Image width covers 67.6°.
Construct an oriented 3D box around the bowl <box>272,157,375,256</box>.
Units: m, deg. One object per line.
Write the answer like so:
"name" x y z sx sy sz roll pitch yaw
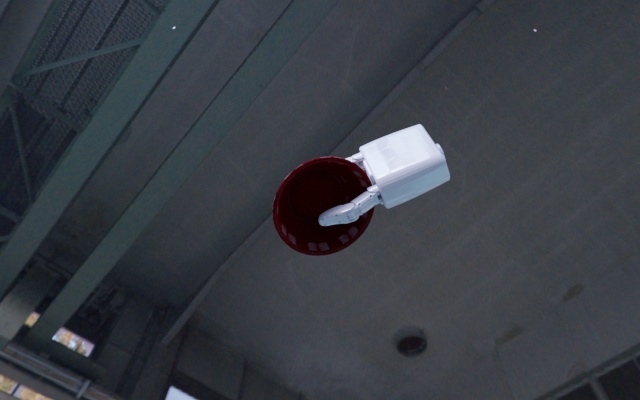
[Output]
"bowl" -0.001 0.003 0.739 0.162 0.162 0.055 0 22 -18
